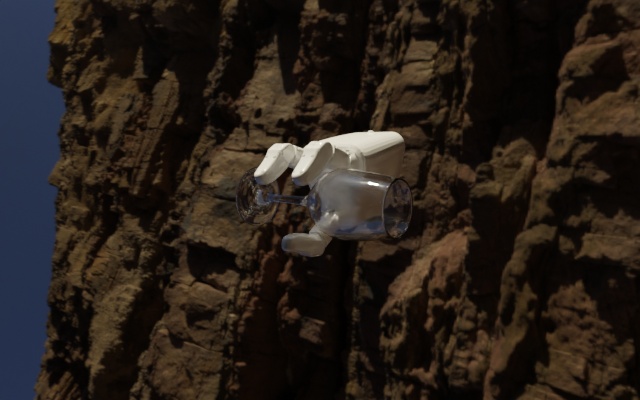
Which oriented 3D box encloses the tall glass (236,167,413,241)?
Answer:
[{"bbox_3d":[-0.001,0.002,0.535,0.201,0.079,0.079,5,3,39],"label":"tall glass"}]
